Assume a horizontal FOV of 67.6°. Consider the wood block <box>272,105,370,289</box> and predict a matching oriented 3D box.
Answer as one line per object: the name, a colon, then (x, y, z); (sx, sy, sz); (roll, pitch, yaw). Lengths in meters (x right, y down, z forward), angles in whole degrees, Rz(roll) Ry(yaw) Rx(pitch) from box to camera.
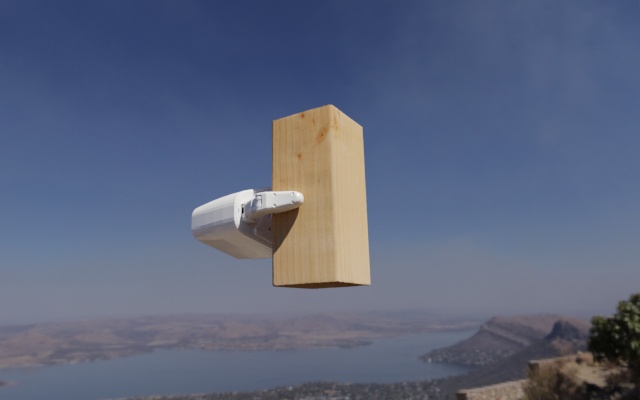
wood block: (0.000, 0.002, 0.591); (0.090, 0.206, 0.091); (-10, -15, 29)
